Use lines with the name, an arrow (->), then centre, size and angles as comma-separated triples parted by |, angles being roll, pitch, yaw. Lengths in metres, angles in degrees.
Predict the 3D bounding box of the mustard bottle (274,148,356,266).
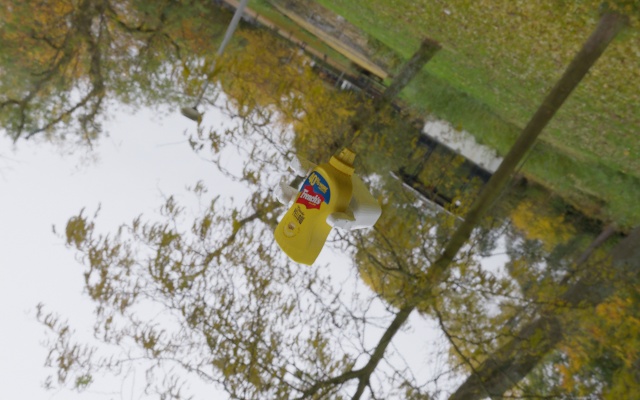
mustard bottle -> 0.000, 0.003, 0.762 | 0.058, 0.192, 0.096 | 21, 17, -38
